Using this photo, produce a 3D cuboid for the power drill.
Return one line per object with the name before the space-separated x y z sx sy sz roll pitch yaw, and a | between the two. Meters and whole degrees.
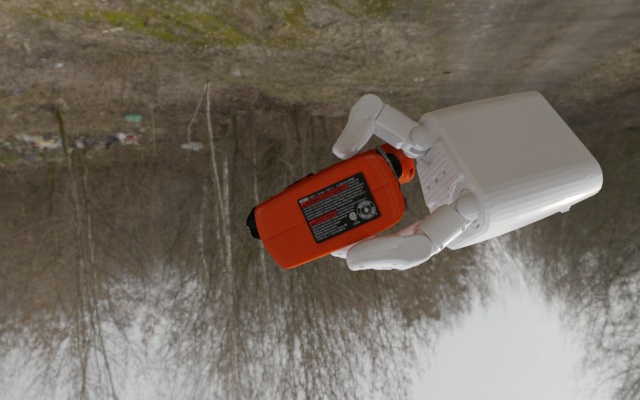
power drill | 0.000 0.001 0.424 0.184 0.057 0.187 -26 6 9
